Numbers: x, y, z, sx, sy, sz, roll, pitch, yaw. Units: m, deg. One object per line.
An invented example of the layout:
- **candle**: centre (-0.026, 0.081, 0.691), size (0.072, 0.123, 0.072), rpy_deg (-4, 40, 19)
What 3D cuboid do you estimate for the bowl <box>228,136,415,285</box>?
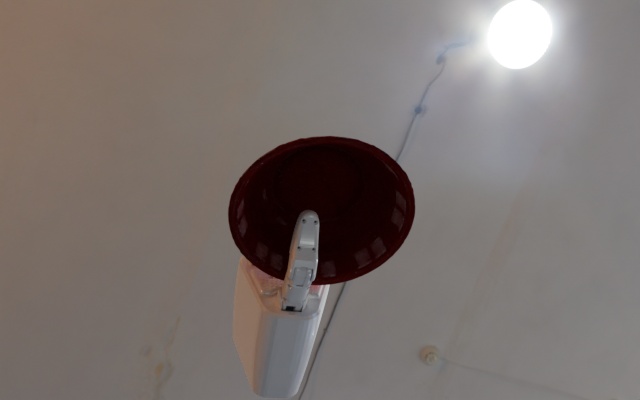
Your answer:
- **bowl**: centre (0.001, 0.000, 0.432), size (0.162, 0.162, 0.055), rpy_deg (0, 36, -5)
